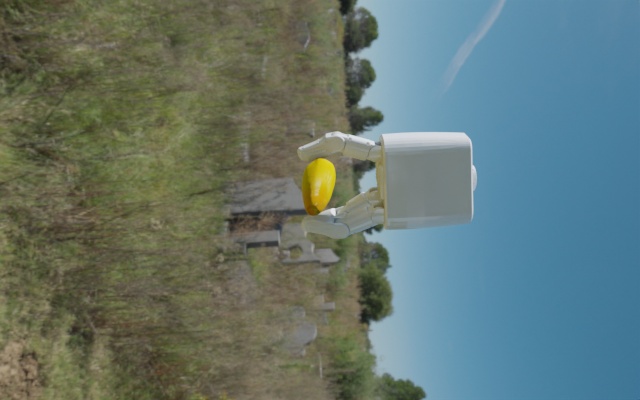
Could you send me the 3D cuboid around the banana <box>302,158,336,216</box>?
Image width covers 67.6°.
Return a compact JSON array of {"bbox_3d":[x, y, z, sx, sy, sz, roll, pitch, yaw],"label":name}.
[{"bbox_3d":[0.000,-0.017,0.569,0.037,0.069,0.198,-1,-2,1],"label":"banana"}]
